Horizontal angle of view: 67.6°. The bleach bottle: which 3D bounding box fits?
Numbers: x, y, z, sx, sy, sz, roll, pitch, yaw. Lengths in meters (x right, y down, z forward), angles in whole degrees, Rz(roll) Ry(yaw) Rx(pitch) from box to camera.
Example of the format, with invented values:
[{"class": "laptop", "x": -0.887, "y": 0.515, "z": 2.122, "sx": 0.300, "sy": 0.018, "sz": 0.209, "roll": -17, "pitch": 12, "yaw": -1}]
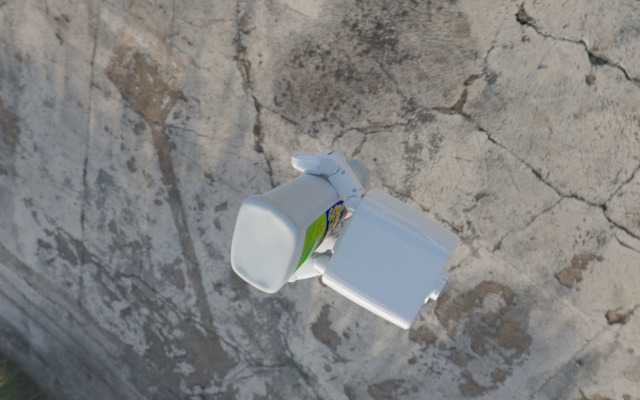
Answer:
[{"class": "bleach bottle", "x": 0.000, "y": 0.002, "z": 0.553, "sx": 0.068, "sy": 0.103, "sz": 0.250, "roll": 29, "pitch": 33, "yaw": 16}]
